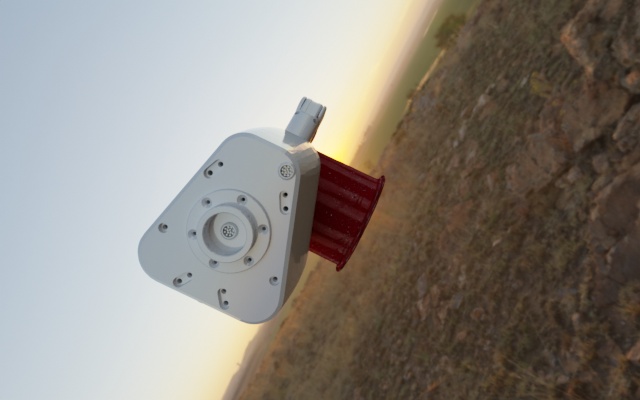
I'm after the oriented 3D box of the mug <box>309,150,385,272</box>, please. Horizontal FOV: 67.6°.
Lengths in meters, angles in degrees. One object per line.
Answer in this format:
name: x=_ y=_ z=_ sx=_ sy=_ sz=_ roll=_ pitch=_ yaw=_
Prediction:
mug: x=0.000 y=0.001 z=0.430 sx=0.081 sy=0.093 sz=0.117 roll=26 pitch=8 yaw=0
